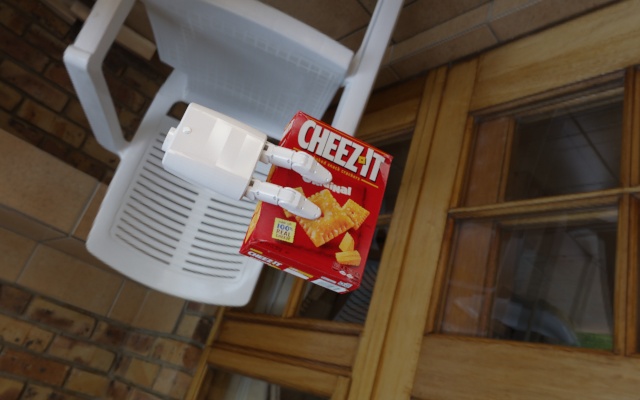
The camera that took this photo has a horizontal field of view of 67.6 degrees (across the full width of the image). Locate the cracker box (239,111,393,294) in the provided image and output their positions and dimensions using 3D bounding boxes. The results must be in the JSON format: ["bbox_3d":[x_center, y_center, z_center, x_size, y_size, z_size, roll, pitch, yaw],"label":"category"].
[{"bbox_3d":[0.000,0.002,0.680,0.164,0.213,0.072,24,-24,-14],"label":"cracker box"}]
